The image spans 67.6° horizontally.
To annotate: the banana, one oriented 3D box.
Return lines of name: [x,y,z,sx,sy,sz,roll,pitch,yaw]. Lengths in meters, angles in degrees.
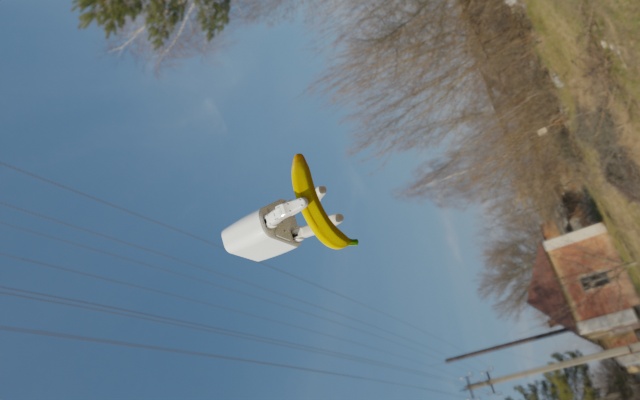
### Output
banana: [-0.006,0.013,0.838,0.037,0.198,0.069,-26,10,33]
